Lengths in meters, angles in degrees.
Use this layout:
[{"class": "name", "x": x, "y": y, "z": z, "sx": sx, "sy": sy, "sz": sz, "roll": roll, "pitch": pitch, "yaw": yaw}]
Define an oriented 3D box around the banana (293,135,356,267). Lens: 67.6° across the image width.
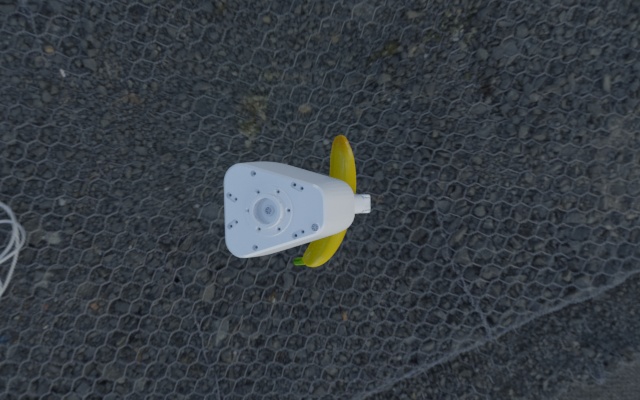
[{"class": "banana", "x": 0.013, "y": 0.012, "z": 0.645, "sx": 0.069, "sy": 0.198, "sz": 0.037, "roll": 28, "pitch": 14, "yaw": 34}]
